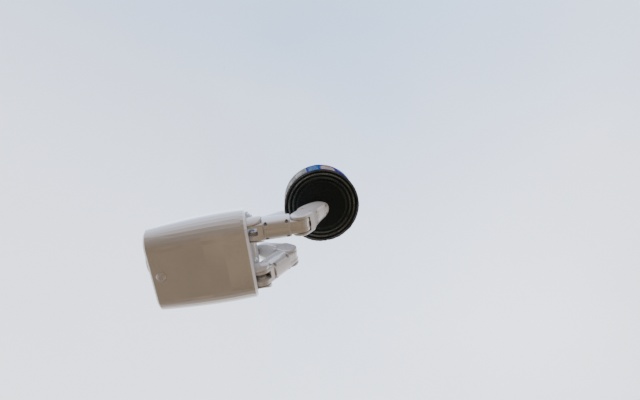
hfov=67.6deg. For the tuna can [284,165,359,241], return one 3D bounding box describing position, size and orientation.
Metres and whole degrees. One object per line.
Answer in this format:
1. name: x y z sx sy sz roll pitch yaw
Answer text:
1. tuna can: 0.000 0.002 0.561 0.086 0.086 0.033 0 16 -6
